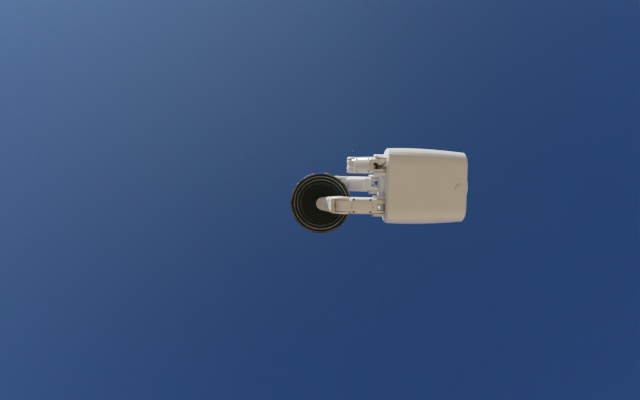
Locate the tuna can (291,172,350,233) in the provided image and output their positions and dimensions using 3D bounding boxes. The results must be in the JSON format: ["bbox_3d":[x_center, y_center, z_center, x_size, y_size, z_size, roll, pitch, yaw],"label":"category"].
[{"bbox_3d":[0.000,0.002,0.690,0.086,0.086,0.033,0,6,-2],"label":"tuna can"}]
